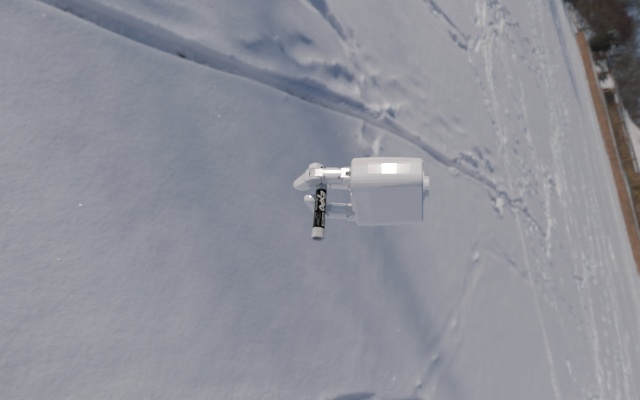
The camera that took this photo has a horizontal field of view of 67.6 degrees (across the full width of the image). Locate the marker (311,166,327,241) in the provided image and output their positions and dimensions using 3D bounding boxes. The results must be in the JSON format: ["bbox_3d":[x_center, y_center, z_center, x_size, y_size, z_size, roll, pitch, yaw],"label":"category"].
[{"bbox_3d":[0.000,0.002,0.728,0.020,0.121,0.020,4,-26,2],"label":"marker"}]
